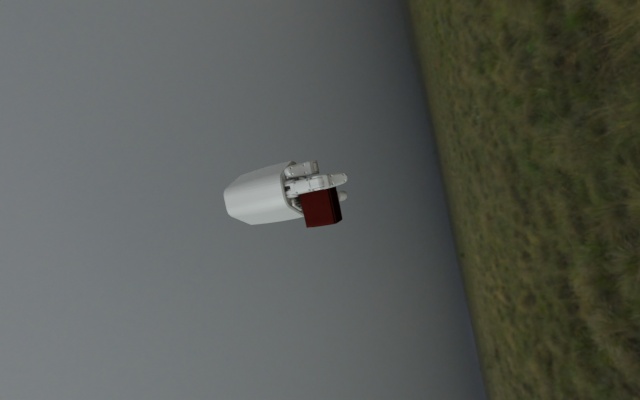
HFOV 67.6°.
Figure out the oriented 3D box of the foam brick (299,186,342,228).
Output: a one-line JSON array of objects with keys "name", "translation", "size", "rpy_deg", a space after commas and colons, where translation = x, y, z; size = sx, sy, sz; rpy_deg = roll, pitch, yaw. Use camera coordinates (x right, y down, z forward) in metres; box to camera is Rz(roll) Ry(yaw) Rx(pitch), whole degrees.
[{"name": "foam brick", "translation": [0.000, 0.003, 0.792], "size": [0.051, 0.078, 0.053], "rpy_deg": [-12, 0, 15]}]
